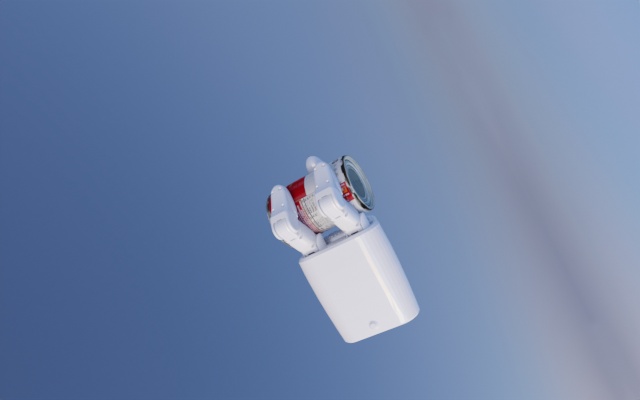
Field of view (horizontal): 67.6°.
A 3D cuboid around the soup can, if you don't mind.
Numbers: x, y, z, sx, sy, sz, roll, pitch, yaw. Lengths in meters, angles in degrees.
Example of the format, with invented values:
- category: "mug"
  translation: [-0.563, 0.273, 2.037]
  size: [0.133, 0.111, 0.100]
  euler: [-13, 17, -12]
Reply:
- category: "soup can"
  translation: [0.000, 0.001, 0.529]
  size: [0.102, 0.068, 0.068]
  euler: [-27, -11, 21]
